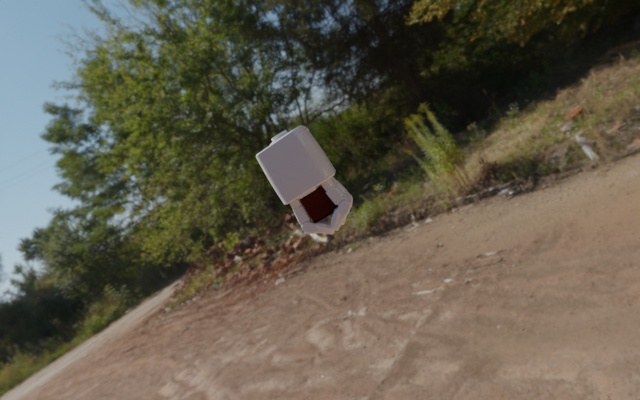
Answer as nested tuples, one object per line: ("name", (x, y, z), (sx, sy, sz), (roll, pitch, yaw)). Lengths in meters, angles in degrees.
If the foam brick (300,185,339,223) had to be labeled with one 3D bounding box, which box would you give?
("foam brick", (0.000, 0.003, 0.895), (0.053, 0.051, 0.078), (-31, 4, 6))
